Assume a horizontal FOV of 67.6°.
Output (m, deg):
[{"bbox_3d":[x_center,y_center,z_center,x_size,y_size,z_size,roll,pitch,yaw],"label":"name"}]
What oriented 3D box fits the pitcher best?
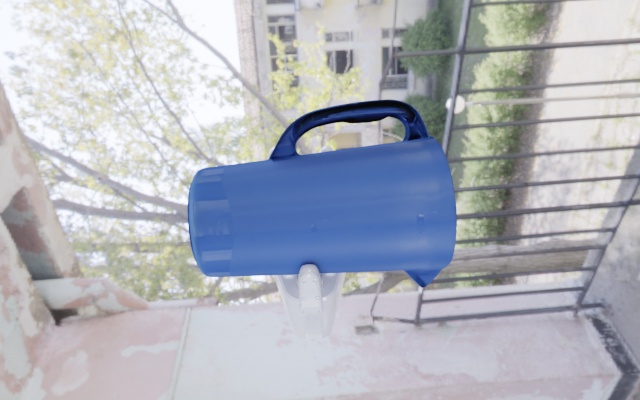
[{"bbox_3d":[0.000,0.002,0.473,0.243,0.149,0.145,-5,-40,-2],"label":"pitcher"}]
